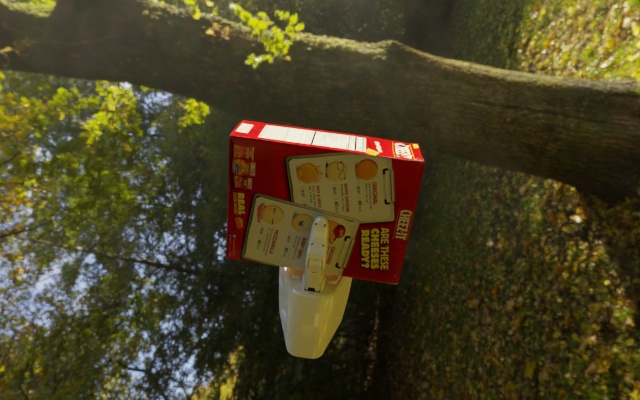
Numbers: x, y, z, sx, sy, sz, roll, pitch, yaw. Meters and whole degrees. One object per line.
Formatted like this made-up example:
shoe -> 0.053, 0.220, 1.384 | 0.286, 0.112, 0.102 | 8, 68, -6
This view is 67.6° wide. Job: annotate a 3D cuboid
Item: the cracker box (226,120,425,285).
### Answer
cracker box -> 0.000, 0.002, 0.571 | 0.214, 0.164, 0.072 | 8, 27, 2
